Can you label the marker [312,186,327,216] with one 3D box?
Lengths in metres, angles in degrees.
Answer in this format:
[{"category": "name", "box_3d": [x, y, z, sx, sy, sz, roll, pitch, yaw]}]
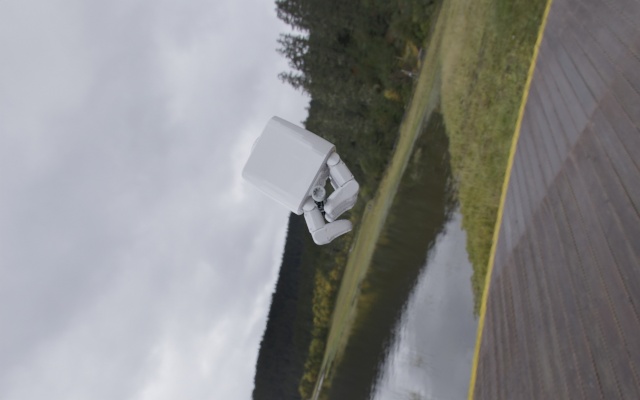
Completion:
[{"category": "marker", "box_3d": [0.000, 0.002, 0.688, 0.020, 0.020, 0.121, 0, -12, 3]}]
